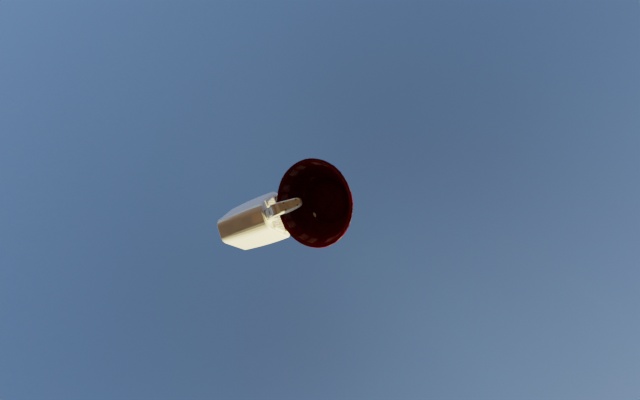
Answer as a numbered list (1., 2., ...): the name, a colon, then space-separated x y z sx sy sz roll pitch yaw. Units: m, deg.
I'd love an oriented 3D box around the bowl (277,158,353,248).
1. bowl: 0.001 0.003 0.874 0.162 0.162 0.055 0 6 33
